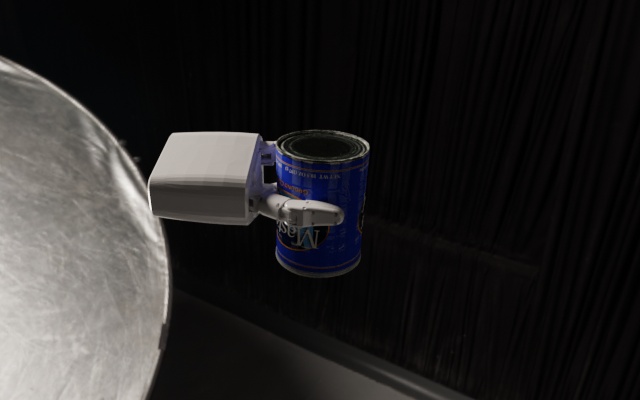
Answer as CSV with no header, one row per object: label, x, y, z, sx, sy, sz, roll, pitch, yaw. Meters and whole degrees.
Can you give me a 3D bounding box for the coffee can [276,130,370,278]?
coffee can,0.000,0.002,0.546,0.103,0.140,0.102,2,26,-1
